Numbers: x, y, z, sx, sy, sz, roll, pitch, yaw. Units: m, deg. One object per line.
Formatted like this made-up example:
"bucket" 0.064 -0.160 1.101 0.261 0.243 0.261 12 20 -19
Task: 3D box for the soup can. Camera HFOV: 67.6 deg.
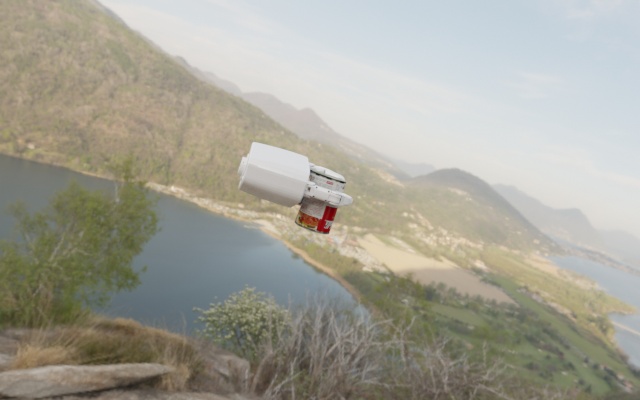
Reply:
"soup can" 0.001 0.003 0.875 0.068 0.102 0.068 18 7 -2
